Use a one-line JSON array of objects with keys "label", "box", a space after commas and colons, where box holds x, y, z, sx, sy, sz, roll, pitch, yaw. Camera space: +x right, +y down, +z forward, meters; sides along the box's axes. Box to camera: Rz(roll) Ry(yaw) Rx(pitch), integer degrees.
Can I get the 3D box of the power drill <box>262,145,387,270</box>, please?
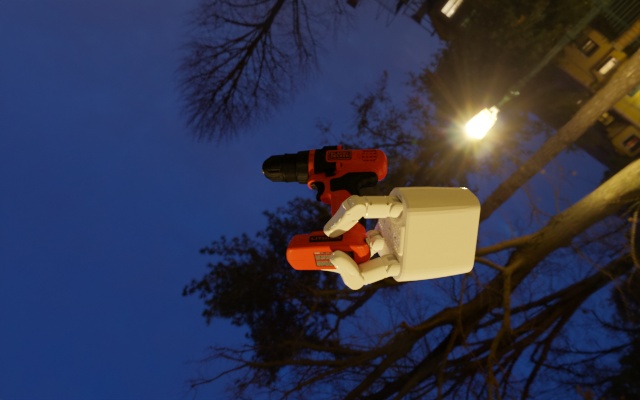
[{"label": "power drill", "box": [0.000, 0.003, 0.657, 0.184, 0.187, 0.057, -3, -38, 9]}]
